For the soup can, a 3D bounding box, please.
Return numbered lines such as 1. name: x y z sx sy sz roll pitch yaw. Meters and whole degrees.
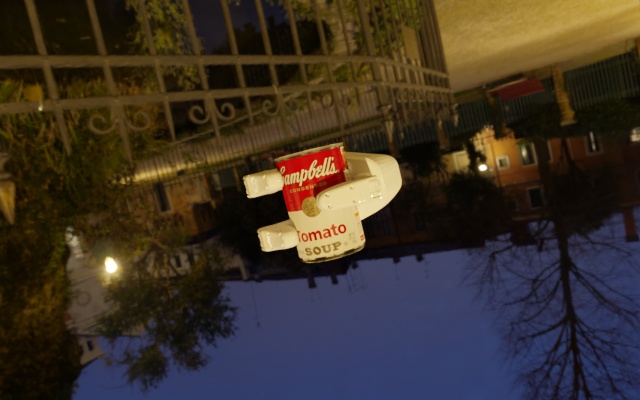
1. soup can: 0.000 0.002 0.461 0.068 0.102 0.068 -14 5 1
